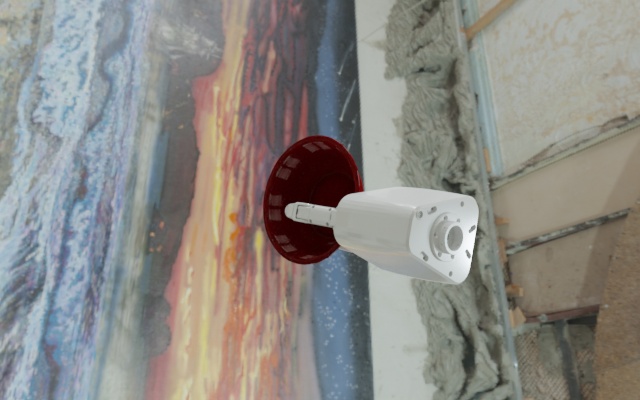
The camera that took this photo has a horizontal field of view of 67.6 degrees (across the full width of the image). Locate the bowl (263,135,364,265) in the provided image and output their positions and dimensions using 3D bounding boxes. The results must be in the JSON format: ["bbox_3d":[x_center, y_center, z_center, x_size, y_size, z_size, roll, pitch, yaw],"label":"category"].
[{"bbox_3d":[-0.001,0.002,0.610,0.162,0.162,0.055,0,-9,41],"label":"bowl"}]
